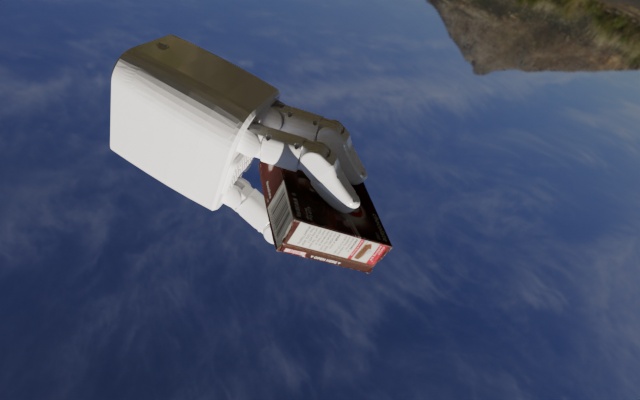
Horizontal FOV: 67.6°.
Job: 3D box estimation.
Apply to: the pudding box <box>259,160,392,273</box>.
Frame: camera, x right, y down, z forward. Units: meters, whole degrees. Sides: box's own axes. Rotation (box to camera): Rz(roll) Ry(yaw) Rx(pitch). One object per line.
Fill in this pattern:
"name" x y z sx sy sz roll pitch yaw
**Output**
"pudding box" 0.000 0.001 0.400 0.090 0.039 0.113 16 36 -27
